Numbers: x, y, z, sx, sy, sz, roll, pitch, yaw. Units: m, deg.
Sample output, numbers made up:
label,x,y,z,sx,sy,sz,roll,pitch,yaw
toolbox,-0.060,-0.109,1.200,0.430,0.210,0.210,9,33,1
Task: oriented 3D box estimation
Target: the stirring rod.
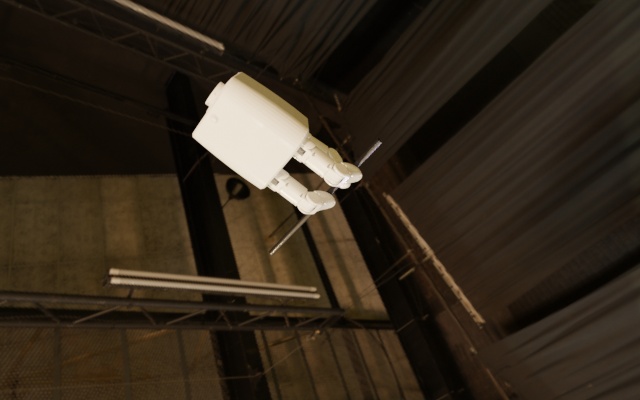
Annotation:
label,x,y,z,sx,sy,sz,roll,pitch,yaw
stirring rod,0.000,0.002,0.639,0.011,0.011,0.240,0,-38,-50
